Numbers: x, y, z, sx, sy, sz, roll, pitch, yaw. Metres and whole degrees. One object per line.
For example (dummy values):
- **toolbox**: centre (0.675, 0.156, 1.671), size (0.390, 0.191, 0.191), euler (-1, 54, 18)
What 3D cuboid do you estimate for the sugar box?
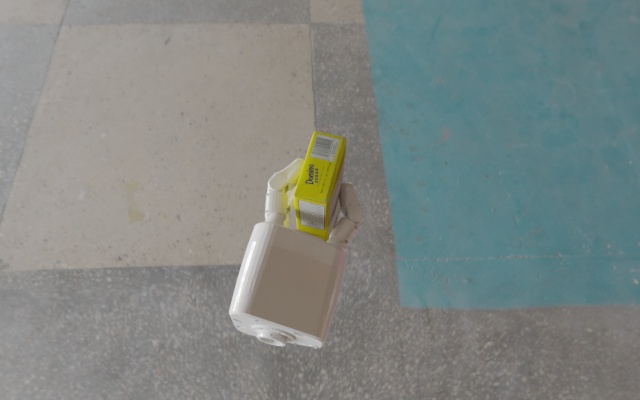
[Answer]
- **sugar box**: centre (0.000, 0.002, 0.611), size (0.048, 0.093, 0.176), euler (15, -28, 5)
